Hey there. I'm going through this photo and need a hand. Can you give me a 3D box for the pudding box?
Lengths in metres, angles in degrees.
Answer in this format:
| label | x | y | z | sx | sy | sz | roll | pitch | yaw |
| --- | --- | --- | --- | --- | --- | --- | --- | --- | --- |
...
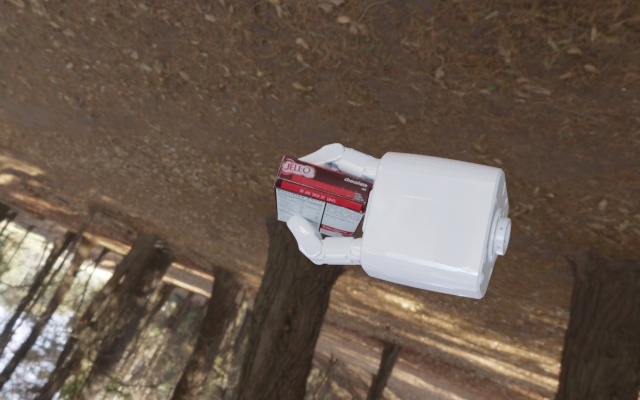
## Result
| label | x | y | z | sx | sy | sz | roll | pitch | yaw |
| --- | --- | --- | --- | --- | --- | --- | --- | --- | --- |
| pudding box | 0.000 | 0.002 | 0.489 | 0.090 | 0.039 | 0.113 | 18 | -20 | 2 |
